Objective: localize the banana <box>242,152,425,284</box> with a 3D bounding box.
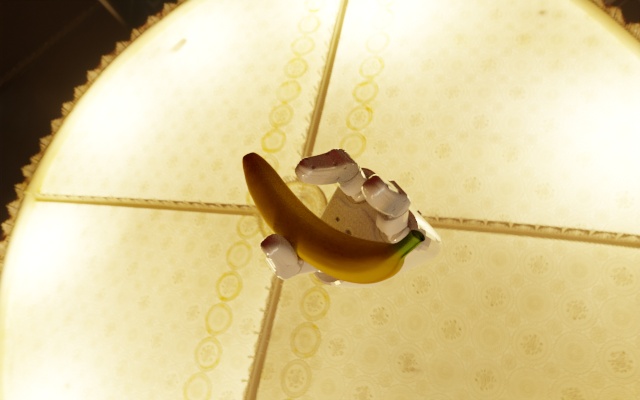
[{"bbox_3d":[-0.003,0.020,0.406,0.197,0.069,0.037,26,13,34],"label":"banana"}]
